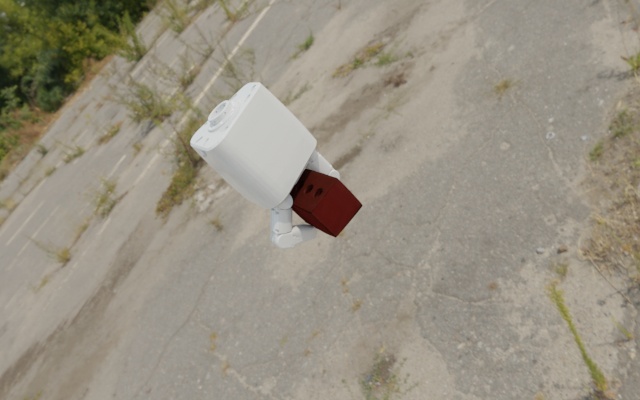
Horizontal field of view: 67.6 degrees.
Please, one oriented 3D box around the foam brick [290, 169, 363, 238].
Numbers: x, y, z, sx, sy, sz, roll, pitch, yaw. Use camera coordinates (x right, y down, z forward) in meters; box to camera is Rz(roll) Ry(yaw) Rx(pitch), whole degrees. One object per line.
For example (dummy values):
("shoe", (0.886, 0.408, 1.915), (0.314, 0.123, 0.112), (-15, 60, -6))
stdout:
("foam brick", (0.000, 0.002, 0.579), (0.051, 0.053, 0.078), (46, -14, -31))
